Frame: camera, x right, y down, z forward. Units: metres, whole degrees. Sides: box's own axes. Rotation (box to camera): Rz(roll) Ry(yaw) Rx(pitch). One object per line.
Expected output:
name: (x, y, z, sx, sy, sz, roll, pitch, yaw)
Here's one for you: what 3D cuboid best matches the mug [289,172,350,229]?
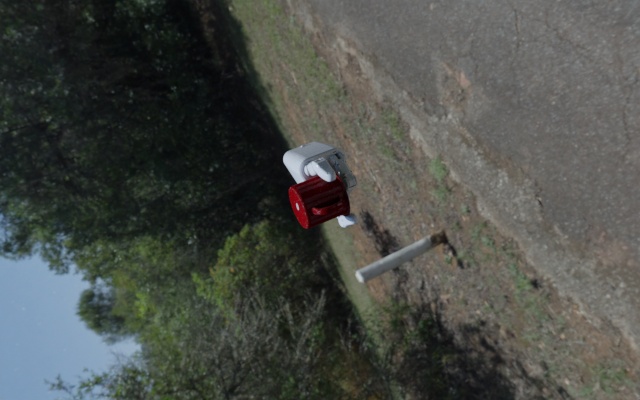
mug: (0.001, 0.003, 0.838, 0.081, 0.093, 0.117, -22, 23, -17)
